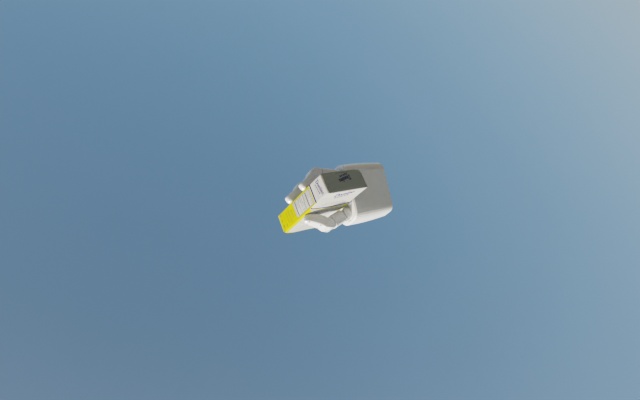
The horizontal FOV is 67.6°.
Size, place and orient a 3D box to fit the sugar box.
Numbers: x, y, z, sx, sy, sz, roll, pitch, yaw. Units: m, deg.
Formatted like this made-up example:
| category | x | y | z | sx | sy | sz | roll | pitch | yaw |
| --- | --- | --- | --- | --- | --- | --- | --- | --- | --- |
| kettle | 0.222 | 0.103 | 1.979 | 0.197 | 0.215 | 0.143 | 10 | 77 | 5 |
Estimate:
| category | x | y | z | sx | sy | sz | roll | pitch | yaw |
| --- | --- | --- | --- | --- | --- | --- | --- | --- | --- |
| sugar box | 0.000 | 0.002 | 0.900 | 0.093 | 0.048 | 0.176 | -9 | -23 | -37 |
